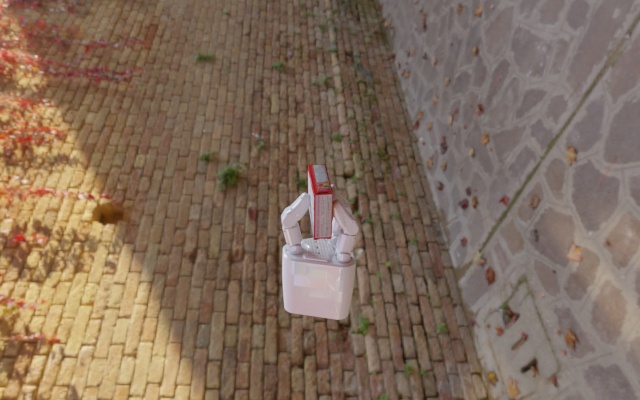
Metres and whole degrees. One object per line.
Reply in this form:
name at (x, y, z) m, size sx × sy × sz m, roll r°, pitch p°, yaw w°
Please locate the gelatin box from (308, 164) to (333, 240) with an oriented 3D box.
gelatin box at (0.000, 0.002, 0.708) m, size 0.030 × 0.089 × 0.073 m, roll -5°, pitch 38°, yaw -6°
